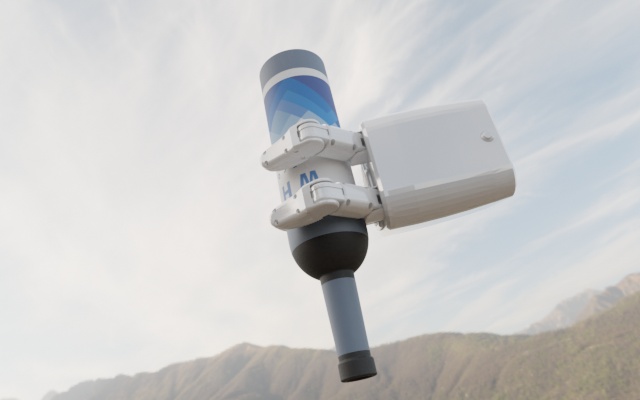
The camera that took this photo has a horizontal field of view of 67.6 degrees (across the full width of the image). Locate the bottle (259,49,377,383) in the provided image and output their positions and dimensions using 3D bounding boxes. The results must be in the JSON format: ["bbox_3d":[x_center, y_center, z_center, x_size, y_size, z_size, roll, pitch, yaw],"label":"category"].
[{"bbox_3d":[0.000,0.001,0.413,0.069,0.295,0.069,-10,-26,-5],"label":"bottle"}]
